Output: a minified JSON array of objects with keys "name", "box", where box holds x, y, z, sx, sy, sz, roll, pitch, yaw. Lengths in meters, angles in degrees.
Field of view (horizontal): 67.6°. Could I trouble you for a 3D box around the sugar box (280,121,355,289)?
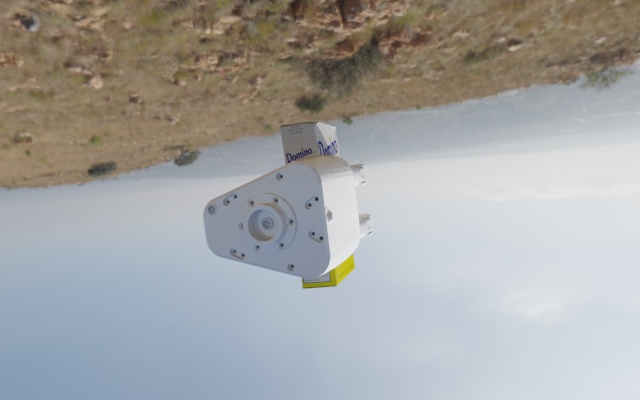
[{"name":"sugar box","box":[0.001,0.002,0.541,0.048,0.176,0.093,-5,4,17]}]
